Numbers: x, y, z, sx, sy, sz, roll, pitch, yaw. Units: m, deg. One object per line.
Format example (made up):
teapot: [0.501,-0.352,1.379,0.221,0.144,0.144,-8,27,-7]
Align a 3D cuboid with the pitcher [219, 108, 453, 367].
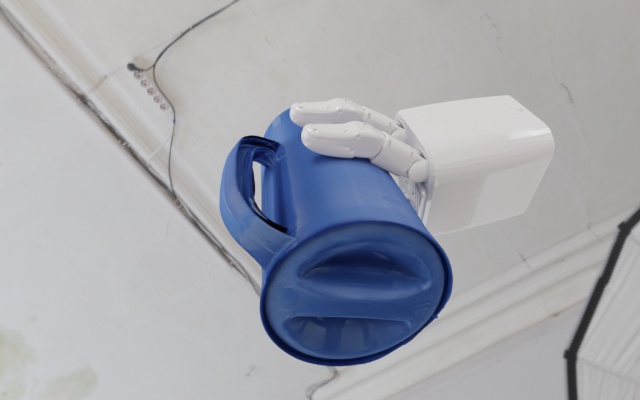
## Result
pitcher: [0.000,0.001,0.410,0.145,0.149,0.242,-11,34,-4]
